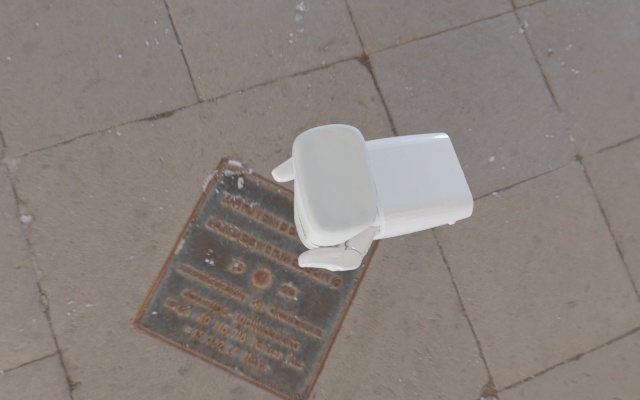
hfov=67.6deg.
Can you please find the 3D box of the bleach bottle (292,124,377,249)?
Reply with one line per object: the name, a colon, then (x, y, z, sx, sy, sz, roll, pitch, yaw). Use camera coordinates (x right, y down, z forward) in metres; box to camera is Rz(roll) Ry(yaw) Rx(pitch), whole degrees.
bleach bottle: (0.000, 0.002, 0.534, 0.068, 0.102, 0.251, -10, -7, -8)
